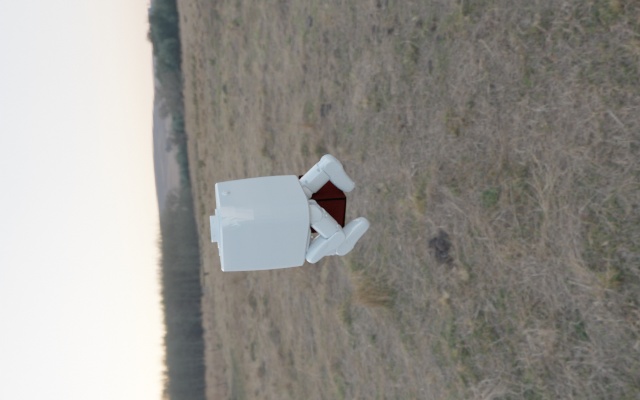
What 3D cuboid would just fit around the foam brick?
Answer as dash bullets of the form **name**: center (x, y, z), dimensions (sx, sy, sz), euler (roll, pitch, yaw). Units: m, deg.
- **foam brick**: center (0.000, 0.002, 0.663), dimensions (0.051, 0.053, 0.078), euler (-5, 29, -13)
